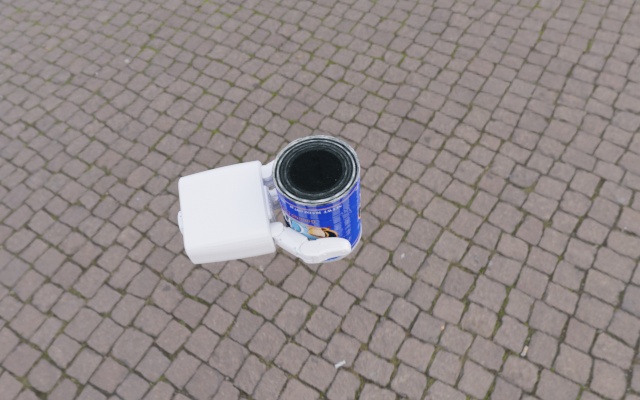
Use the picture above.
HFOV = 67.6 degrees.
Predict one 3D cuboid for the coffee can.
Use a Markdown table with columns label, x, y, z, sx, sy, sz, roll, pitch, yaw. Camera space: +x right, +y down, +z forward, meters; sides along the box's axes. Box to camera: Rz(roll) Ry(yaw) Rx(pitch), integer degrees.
| label | x | y | z | sx | sy | sz | roll | pitch | yaw |
| --- | --- | --- | --- | --- | --- | --- | --- | --- | --- |
| coffee can | 0.000 | 0.002 | 0.605 | 0.103 | 0.102 | 0.140 | 0 | -34 | 6 |
